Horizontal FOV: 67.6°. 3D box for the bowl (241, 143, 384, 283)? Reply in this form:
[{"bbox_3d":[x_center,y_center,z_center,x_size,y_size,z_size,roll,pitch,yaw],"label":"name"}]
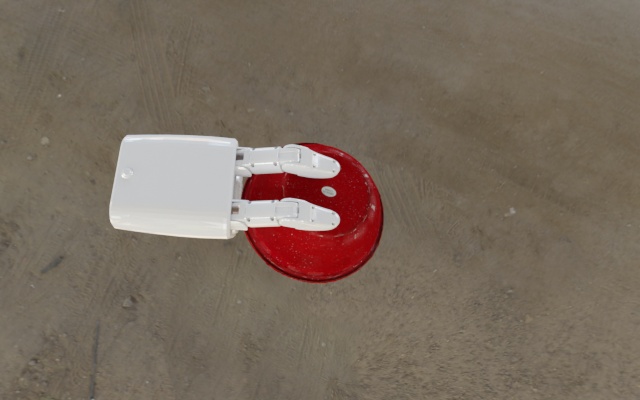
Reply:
[{"bbox_3d":[0.001,0.001,0.498,0.162,0.162,0.055,0,-20,-16],"label":"bowl"}]
